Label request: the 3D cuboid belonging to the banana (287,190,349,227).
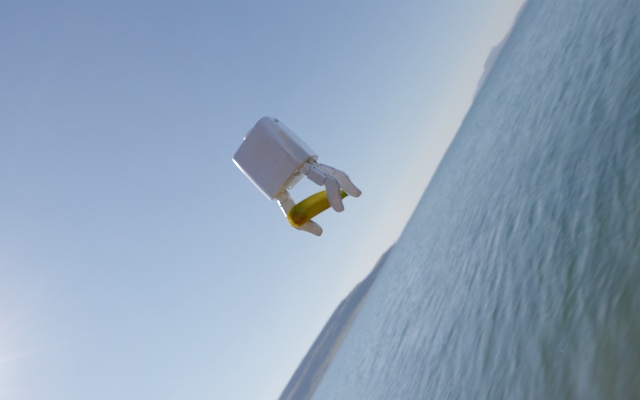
[{"bbox_3d":[-0.011,0.009,0.820,0.070,0.037,0.197,-29,0,35],"label":"banana"}]
